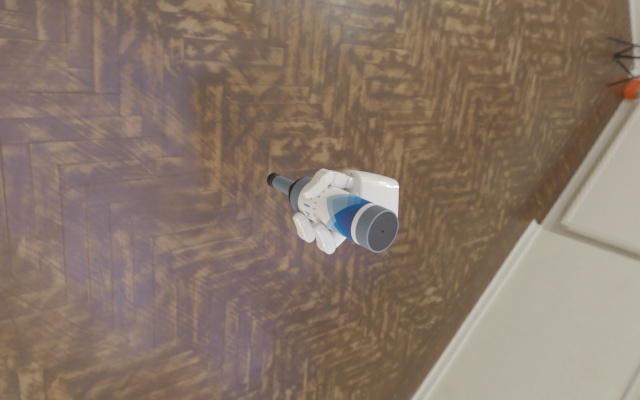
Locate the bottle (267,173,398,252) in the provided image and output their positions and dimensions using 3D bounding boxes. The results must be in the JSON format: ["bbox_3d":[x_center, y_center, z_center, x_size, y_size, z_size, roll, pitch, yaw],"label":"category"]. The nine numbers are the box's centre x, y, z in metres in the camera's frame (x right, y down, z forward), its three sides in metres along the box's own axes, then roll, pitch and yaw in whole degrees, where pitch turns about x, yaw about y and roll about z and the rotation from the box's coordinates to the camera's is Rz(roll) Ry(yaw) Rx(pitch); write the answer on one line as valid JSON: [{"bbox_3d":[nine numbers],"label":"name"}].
[{"bbox_3d":[0.000,0.003,0.804,0.069,0.069,0.295,0,17,-41],"label":"bottle"}]
